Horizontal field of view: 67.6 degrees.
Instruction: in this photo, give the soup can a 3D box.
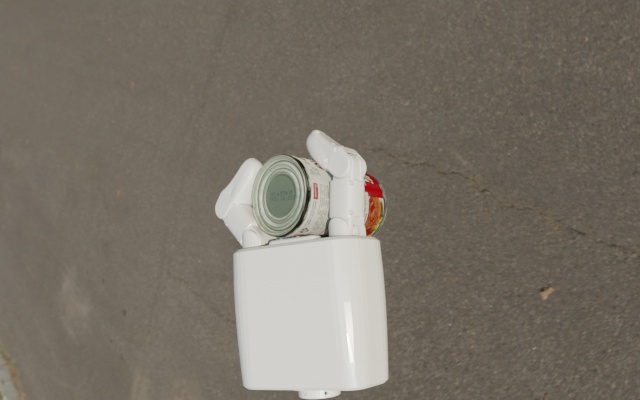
[{"bbox_3d":[0.000,0.001,0.410,0.068,0.068,0.102,0,-6,43],"label":"soup can"}]
